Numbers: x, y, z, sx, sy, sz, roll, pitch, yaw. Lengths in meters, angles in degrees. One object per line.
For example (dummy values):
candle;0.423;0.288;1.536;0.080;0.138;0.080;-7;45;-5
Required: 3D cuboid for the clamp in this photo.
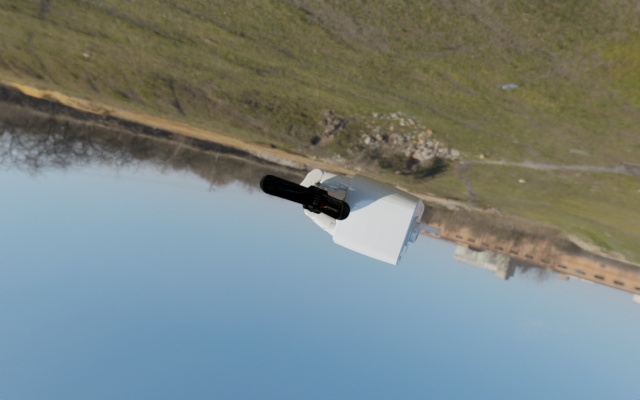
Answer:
clamp;0.000;0.003;0.661;0.120;0.039;0.171;27;6;19
